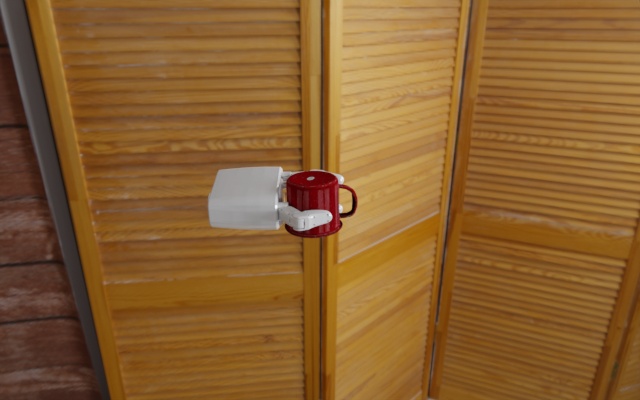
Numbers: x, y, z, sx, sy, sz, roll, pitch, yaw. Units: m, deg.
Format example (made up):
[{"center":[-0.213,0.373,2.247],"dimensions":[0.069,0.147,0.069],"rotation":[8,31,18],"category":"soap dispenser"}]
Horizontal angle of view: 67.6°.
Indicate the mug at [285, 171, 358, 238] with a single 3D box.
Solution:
[{"center":[0.002,0.002,0.749],"dimensions":[0.117,0.081,0.093],"rotation":[-1,22,0],"category":"mug"}]
